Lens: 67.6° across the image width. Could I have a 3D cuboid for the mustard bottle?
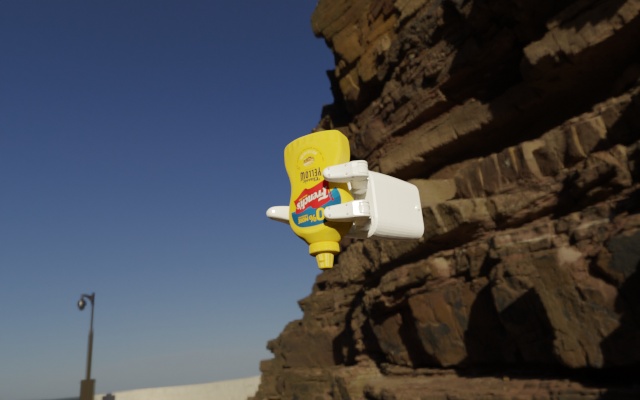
[{"bbox_3d":[0.000,0.002,0.672,0.096,0.191,0.058,-14,-21,24],"label":"mustard bottle"}]
